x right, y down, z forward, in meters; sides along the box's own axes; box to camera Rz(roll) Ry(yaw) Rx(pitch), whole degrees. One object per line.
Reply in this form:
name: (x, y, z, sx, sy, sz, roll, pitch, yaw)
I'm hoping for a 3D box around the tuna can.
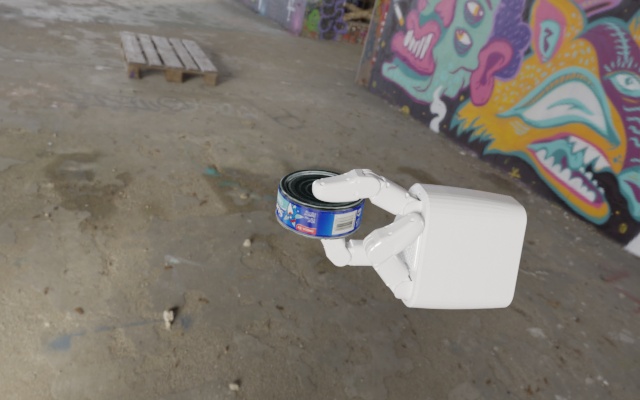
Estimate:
tuna can: (0.000, 0.001, 0.465, 0.086, 0.034, 0.086, 6, 28, -3)
